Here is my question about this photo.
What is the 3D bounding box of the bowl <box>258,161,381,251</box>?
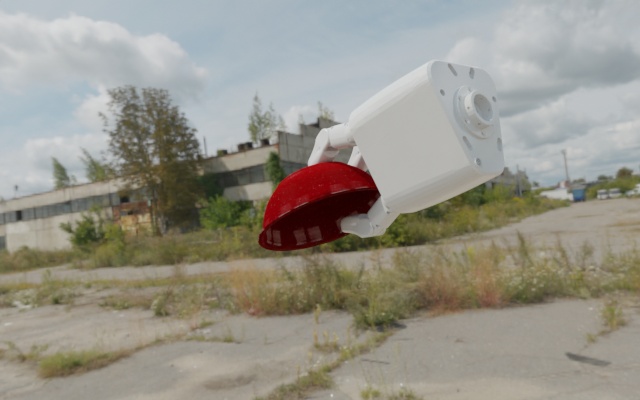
[{"bbox_3d":[-0.001,0.002,0.548,0.162,0.055,0.162,-17,-21,-7],"label":"bowl"}]
